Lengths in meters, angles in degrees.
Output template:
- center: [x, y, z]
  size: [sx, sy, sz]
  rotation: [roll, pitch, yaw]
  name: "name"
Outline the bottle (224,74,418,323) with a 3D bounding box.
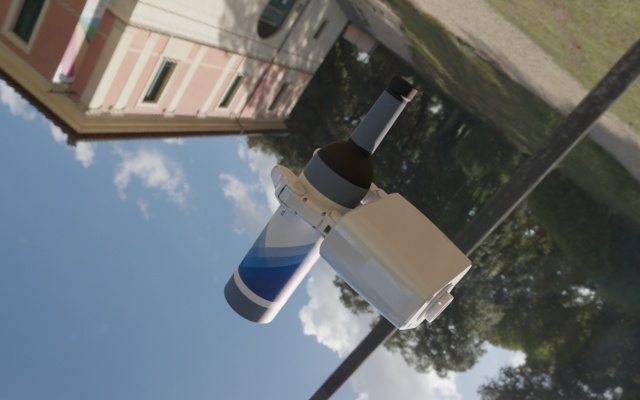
- center: [0.000, 0.002, 0.496]
  size: [0.069, 0.296, 0.069]
  rotation: [31, 19, -12]
  name: "bottle"
